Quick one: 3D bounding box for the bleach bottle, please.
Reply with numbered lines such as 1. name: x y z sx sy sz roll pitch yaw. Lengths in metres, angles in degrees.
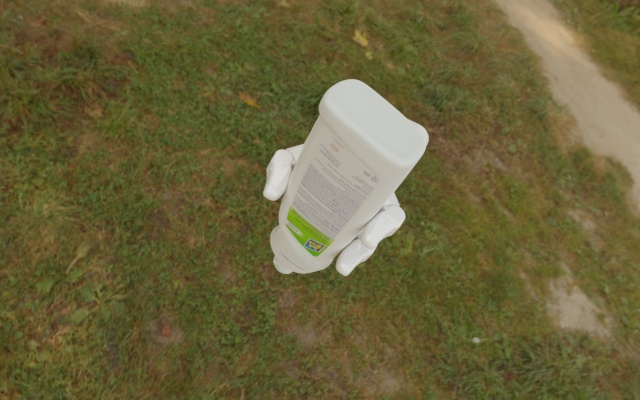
1. bleach bottle: 0.000 0.002 0.498 0.068 0.102 0.251 -42 -8 -43
